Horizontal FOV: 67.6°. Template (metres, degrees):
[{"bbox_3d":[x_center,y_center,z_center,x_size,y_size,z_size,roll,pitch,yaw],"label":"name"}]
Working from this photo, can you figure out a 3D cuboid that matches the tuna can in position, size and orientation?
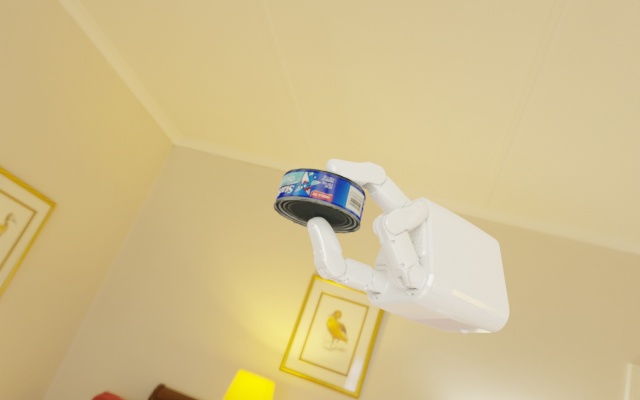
[{"bbox_3d":[0.000,0.001,0.463,0.086,0.033,0.086,13,-19,5],"label":"tuna can"}]
